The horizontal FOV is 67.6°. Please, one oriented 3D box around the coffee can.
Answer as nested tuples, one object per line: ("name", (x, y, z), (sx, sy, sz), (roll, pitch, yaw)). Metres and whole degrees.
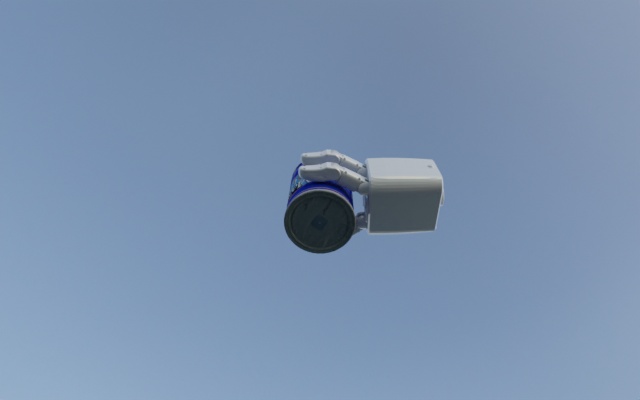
("coffee can", (0.000, 0.003, 0.740), (0.103, 0.103, 0.140), (0, 26, 1))
